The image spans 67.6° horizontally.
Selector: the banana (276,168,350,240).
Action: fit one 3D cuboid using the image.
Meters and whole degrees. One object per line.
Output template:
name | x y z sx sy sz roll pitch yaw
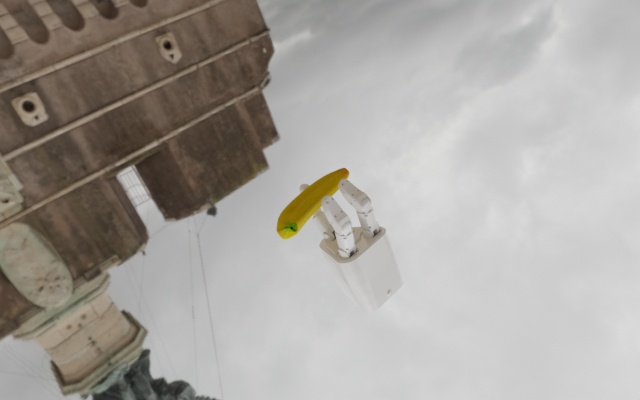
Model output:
banana | -0.016 0.008 0.719 0.069 0.037 0.197 -16 20 33
